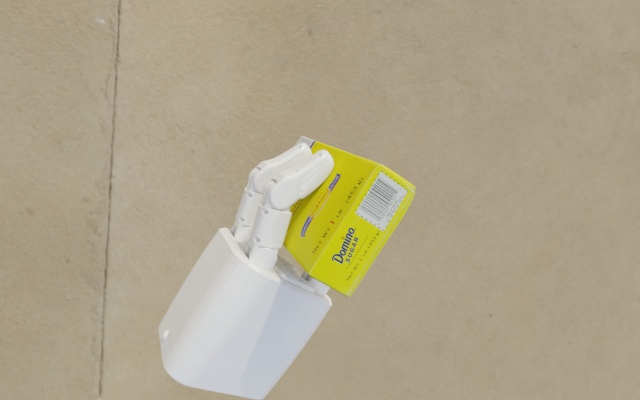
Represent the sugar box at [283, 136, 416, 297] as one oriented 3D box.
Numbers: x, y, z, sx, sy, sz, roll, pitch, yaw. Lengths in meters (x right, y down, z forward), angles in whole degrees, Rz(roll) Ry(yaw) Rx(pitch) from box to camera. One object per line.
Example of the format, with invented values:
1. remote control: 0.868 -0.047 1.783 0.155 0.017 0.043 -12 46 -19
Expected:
1. sugar box: 0.000 0.001 0.408 0.048 0.093 0.176 33 0 -27
